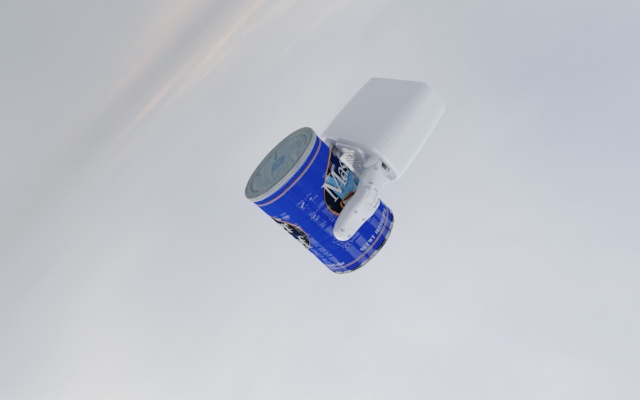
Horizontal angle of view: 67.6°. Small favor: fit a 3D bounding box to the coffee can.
[{"bbox_3d":[0.000,0.002,0.541,0.140,0.102,0.103,43,-21,-23],"label":"coffee can"}]
